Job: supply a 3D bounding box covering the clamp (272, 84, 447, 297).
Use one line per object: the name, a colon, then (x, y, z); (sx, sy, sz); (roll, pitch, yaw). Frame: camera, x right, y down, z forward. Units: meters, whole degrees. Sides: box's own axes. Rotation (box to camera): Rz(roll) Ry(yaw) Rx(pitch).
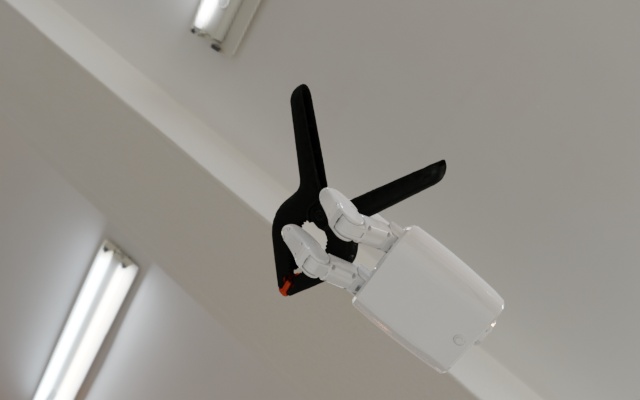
clamp: (0.000, 0.002, 0.477); (0.164, 0.210, 0.036); (39, 23, 14)
